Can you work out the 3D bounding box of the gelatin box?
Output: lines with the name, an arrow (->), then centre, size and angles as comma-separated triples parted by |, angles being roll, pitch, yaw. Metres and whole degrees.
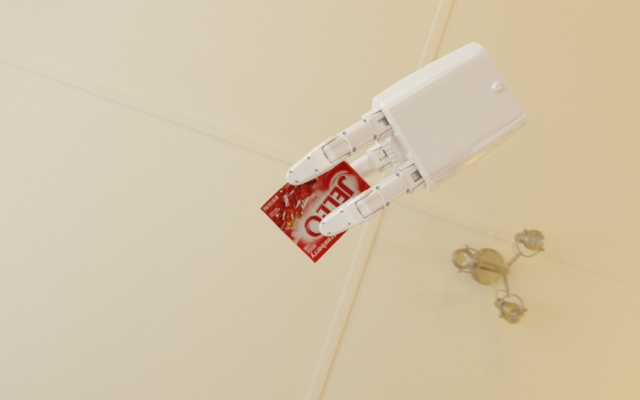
gelatin box -> 0.000, 0.002, 0.450 | 0.089, 0.073, 0.030 | -45, 2, 3
